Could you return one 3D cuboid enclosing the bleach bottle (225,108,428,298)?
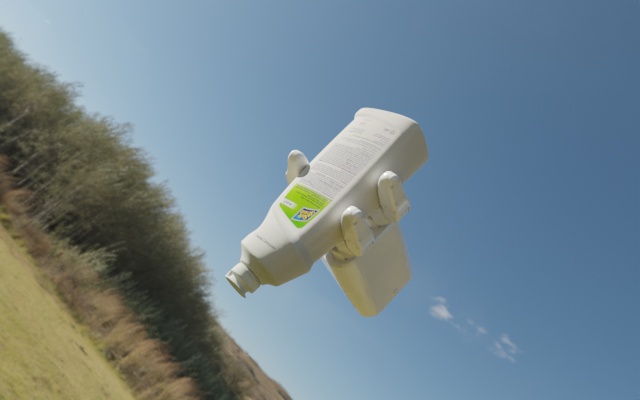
[{"bbox_3d":[0.000,0.002,0.505,0.250,0.068,0.102,-42,39,-20],"label":"bleach bottle"}]
